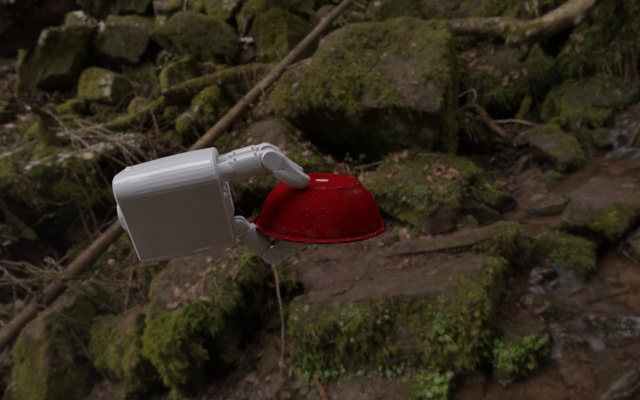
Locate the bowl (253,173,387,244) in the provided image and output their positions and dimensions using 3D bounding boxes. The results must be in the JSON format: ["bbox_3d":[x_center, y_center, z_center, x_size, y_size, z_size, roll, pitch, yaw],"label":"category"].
[{"bbox_3d":[0.001,0.001,0.571,0.162,0.055,0.162,1,13,0],"label":"bowl"}]
